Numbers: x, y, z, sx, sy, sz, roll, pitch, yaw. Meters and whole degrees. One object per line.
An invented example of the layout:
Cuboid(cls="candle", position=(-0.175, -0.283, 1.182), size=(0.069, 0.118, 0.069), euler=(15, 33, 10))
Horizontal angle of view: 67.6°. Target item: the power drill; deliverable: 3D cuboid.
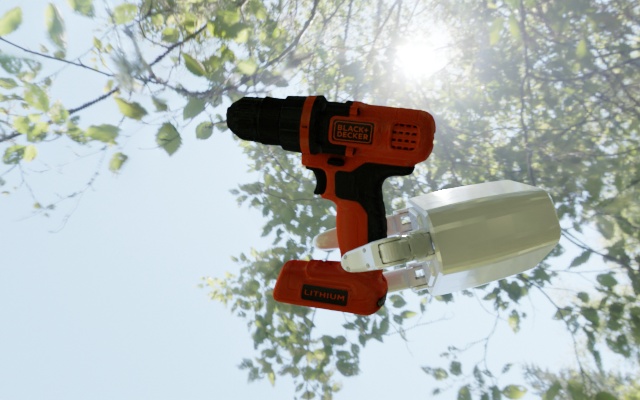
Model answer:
Cuboid(cls="power drill", position=(0.000, 0.002, 0.431), size=(0.184, 0.188, 0.057), euler=(8, 15, 12))
